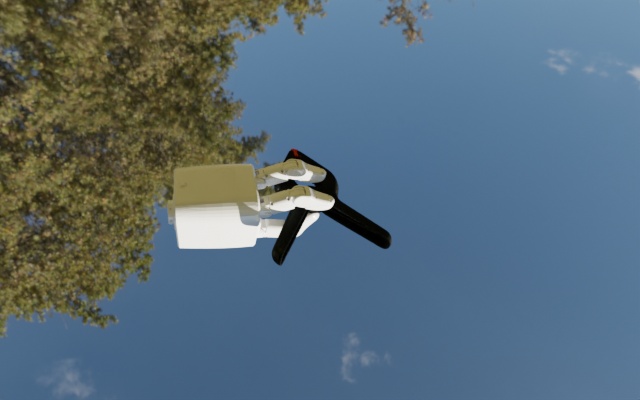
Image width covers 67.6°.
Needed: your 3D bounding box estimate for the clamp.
[{"bbox_3d":[0.000,0.002,0.676,0.164,0.036,0.209,0,44,-16],"label":"clamp"}]
